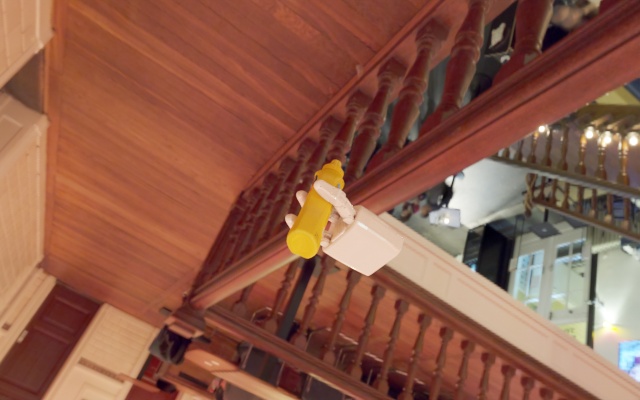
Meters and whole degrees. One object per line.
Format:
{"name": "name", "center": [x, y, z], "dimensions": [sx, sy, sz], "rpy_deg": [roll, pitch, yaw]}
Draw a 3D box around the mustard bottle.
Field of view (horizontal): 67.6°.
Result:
{"name": "mustard bottle", "center": [0.000, 0.003, 0.860], "dimensions": [0.058, 0.191, 0.096], "rpy_deg": [20, -31, 6]}
